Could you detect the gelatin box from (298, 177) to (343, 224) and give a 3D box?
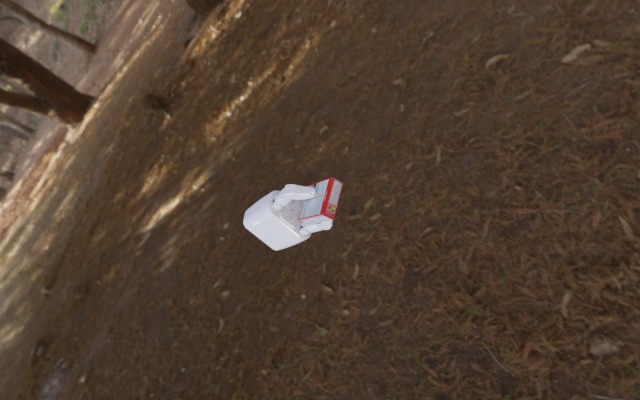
[{"bbox_3d":[0.000,0.003,0.881,0.030,0.073,0.089,25,-21,-26],"label":"gelatin box"}]
